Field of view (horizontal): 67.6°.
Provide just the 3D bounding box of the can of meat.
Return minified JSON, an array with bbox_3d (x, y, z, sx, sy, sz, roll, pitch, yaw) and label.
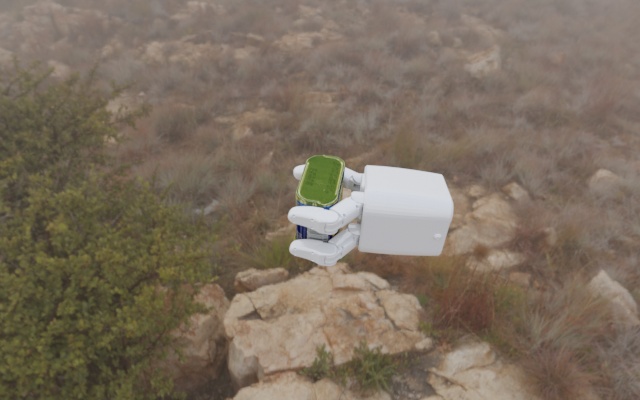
[{"bbox_3d":[0.000,0.002,0.622,0.057,0.084,0.102,8,42,6],"label":"can of meat"}]
